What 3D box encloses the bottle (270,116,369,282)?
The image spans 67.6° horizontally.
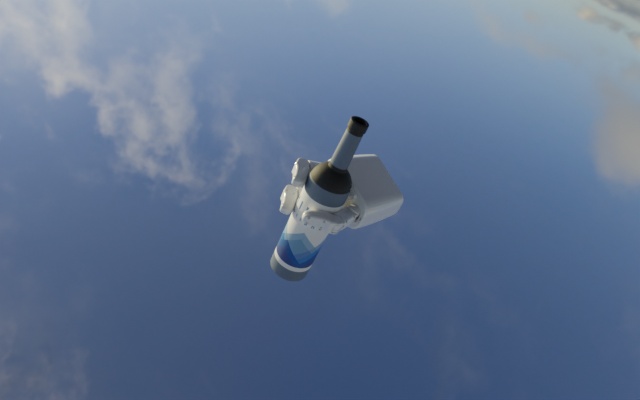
[{"bbox_3d":[0.000,0.003,0.730,0.069,0.296,0.069,18,35,-13],"label":"bottle"}]
